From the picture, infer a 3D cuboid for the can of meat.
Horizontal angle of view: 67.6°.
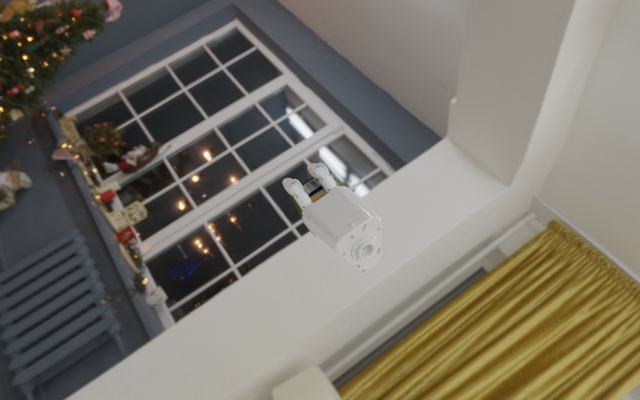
[{"bbox_3d":[0.000,0.003,0.891,0.084,0.102,0.057,-34,38,-11],"label":"can of meat"}]
